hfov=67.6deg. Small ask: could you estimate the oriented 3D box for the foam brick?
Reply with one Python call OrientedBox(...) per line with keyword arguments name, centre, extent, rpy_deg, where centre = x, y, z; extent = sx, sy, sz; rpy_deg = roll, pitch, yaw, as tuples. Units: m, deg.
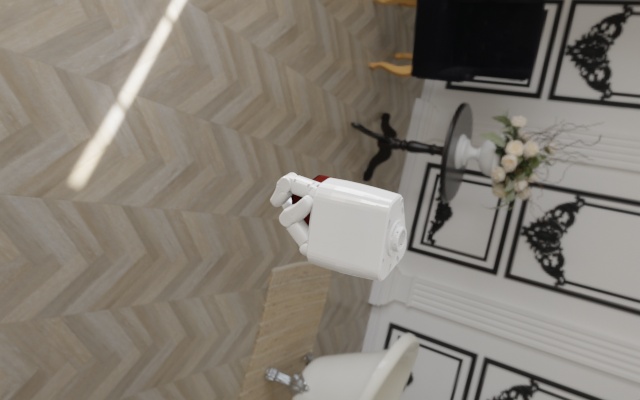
OrientedBox(name="foam brick", centre=(0.000, 0.002, 0.698), extent=(0.051, 0.053, 0.078), rpy_deg=(12, 28, 29))
